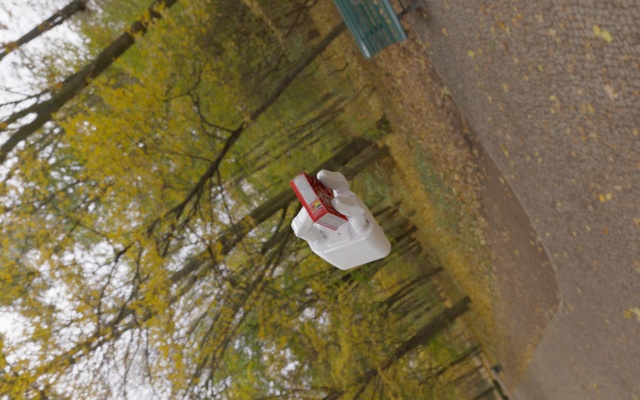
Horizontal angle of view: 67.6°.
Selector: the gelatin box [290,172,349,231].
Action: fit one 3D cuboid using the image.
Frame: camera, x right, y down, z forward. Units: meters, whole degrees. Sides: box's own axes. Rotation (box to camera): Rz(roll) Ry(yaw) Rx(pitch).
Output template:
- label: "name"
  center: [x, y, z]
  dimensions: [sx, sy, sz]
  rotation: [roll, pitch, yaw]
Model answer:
- label: "gelatin box"
  center: [0.000, 0.003, 0.710]
  dimensions: [0.030, 0.073, 0.089]
  rotation: [-37, -23, 13]
